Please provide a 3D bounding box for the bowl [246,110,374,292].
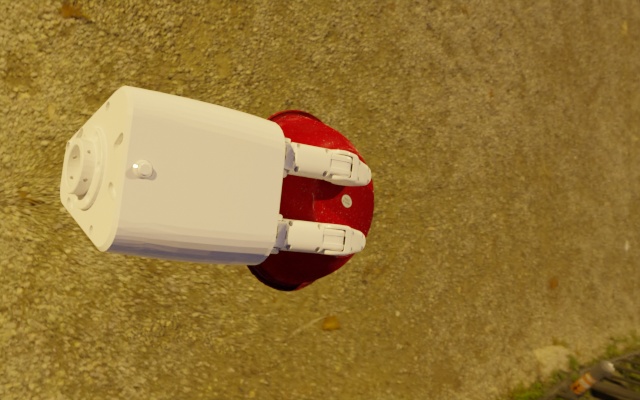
[{"bbox_3d":[0.001,0.001,0.414,0.055,0.162,0.162,3,2,37],"label":"bowl"}]
